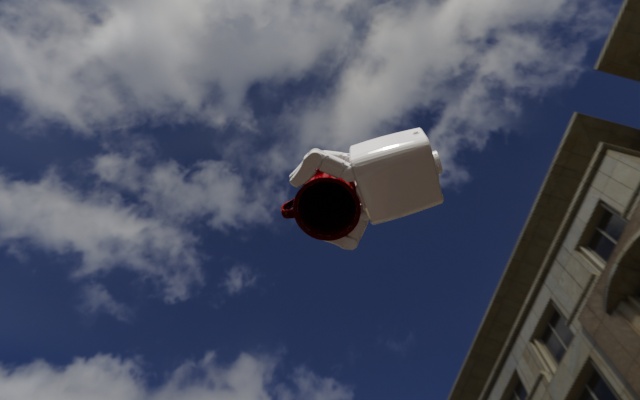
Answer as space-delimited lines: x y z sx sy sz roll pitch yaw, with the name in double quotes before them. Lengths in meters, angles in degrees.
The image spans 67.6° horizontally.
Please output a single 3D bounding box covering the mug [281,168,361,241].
"mug" -0.001 0.003 0.689 0.117 0.093 0.081 -15 18 10
